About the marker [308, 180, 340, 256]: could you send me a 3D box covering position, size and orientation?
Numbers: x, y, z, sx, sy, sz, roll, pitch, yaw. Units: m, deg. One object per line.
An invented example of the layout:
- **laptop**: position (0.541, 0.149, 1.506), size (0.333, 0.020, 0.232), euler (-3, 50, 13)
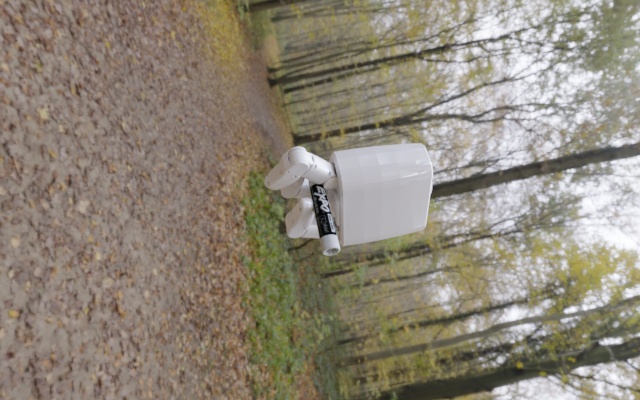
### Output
- **marker**: position (0.000, 0.002, 0.514), size (0.020, 0.121, 0.020), euler (-9, -32, -6)
